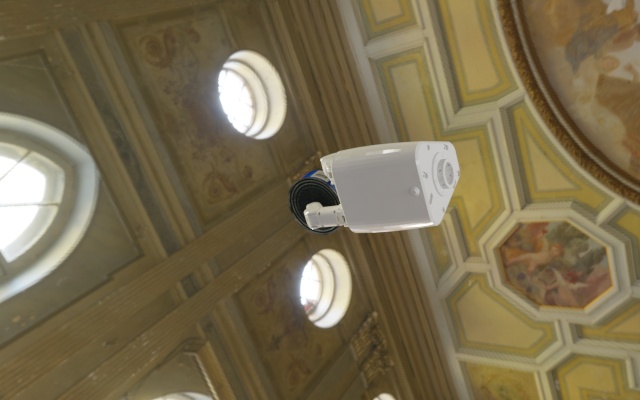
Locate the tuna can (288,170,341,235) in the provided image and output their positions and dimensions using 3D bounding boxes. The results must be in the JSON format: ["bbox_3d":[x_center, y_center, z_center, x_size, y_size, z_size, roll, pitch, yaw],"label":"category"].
[{"bbox_3d":[0.000,0.002,0.653,0.086,0.086,0.033,0,25,32],"label":"tuna can"}]
